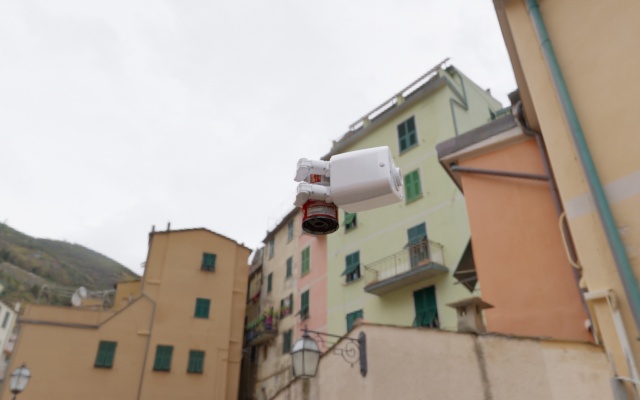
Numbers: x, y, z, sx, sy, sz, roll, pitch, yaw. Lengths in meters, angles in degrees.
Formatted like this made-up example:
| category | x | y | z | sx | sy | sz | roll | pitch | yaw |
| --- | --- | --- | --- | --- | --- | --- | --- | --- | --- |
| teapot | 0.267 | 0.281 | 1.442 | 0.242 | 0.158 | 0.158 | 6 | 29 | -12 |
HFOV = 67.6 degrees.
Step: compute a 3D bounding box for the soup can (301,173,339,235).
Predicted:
| category | x | y | z | sx | sy | sz | roll | pitch | yaw |
| --- | --- | --- | --- | --- | --- | --- | --- | --- | --- |
| soup can | 0.000 | 0.003 | 0.876 | 0.068 | 0.102 | 0.068 | 0 | -30 | 0 |
